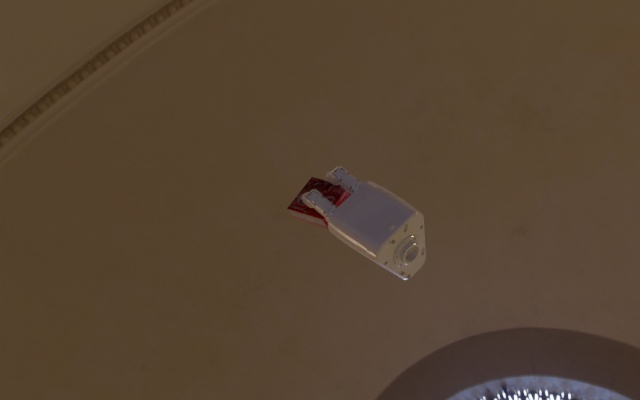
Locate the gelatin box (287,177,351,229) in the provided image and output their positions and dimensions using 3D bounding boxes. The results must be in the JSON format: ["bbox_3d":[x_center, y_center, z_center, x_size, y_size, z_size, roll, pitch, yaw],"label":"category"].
[{"bbox_3d":[0.000,0.003,0.783,0.089,0.073,0.030,16,-29,44],"label":"gelatin box"}]
